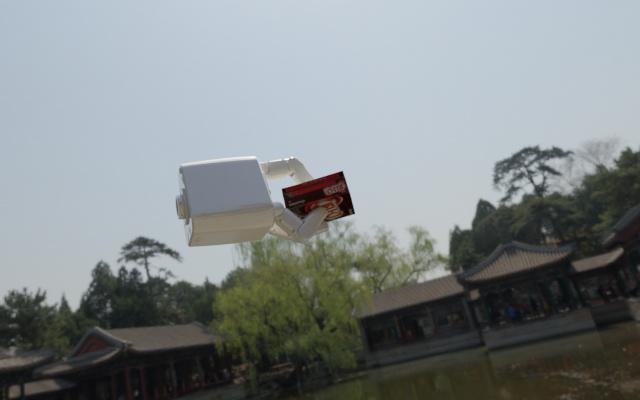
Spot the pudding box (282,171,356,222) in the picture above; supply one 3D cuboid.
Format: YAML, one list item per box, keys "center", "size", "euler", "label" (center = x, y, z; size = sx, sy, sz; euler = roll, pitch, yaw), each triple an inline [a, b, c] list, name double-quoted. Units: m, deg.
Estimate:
- center: [0.000, 0.002, 0.692]
  size: [0.090, 0.039, 0.113]
  euler: [-16, -17, 4]
  label: "pudding box"
